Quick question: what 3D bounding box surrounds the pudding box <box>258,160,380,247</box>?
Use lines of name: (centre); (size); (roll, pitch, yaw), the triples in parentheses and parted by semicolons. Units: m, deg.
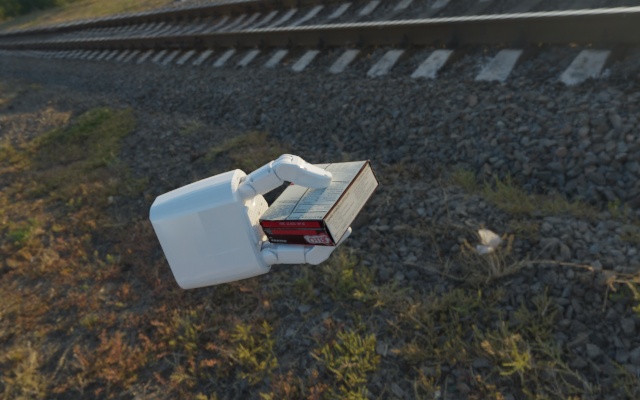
pudding box: (0.000, 0.002, 0.522); (0.090, 0.039, 0.113); (0, 38, 37)
